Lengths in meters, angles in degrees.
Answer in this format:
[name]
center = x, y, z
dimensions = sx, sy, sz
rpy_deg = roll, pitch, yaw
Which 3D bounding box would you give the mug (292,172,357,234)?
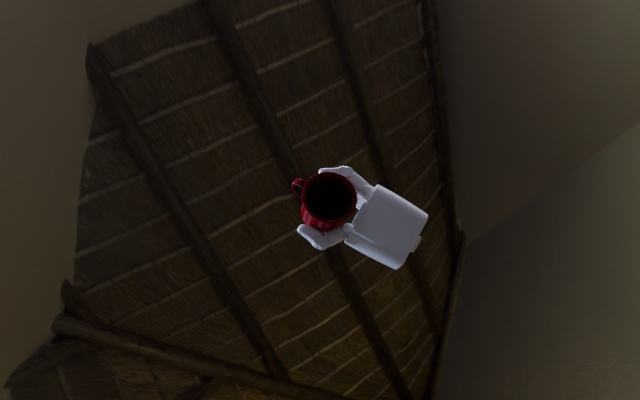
[mug]
center = -0.001, 0.002, 0.828
dimensions = 0.117, 0.093, 0.081
rpy_deg = 31, -22, 5
